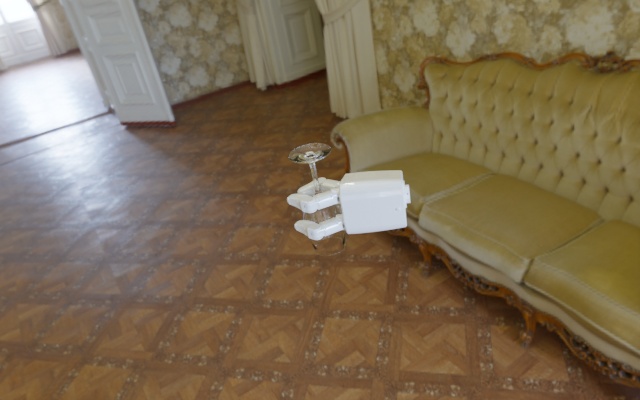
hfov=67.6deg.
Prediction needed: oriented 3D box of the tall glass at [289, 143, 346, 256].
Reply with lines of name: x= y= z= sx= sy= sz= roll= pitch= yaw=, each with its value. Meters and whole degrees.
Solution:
tall glass: x=0.000 y=0.002 z=0.862 sx=0.079 sy=0.201 sz=0.079 roll=-9 pitch=30 yaw=5
